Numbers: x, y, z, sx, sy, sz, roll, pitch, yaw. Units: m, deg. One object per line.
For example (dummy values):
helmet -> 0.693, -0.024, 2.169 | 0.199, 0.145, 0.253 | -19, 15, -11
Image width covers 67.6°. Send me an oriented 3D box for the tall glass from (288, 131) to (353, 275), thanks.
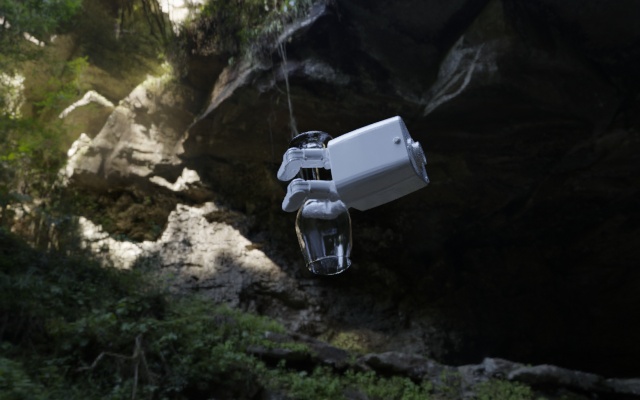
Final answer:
tall glass -> 0.000, 0.002, 0.683 | 0.079, 0.201, 0.079 | -6, -30, -4
